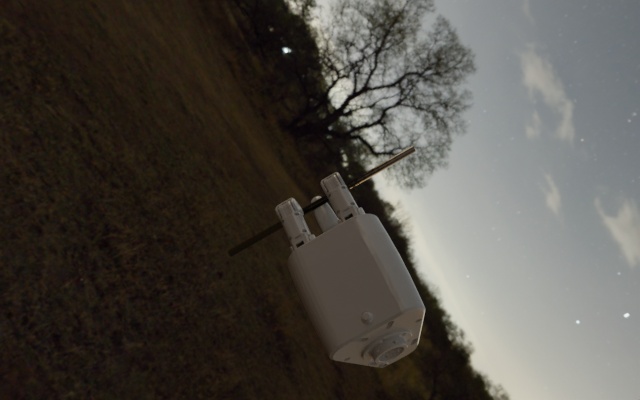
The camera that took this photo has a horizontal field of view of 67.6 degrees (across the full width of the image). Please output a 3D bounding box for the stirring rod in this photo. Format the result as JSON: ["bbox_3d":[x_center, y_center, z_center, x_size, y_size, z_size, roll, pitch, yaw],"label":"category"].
[{"bbox_3d":[0.000,0.002,0.541,0.239,0.011,0.011,-30,-2,4],"label":"stirring rod"}]
